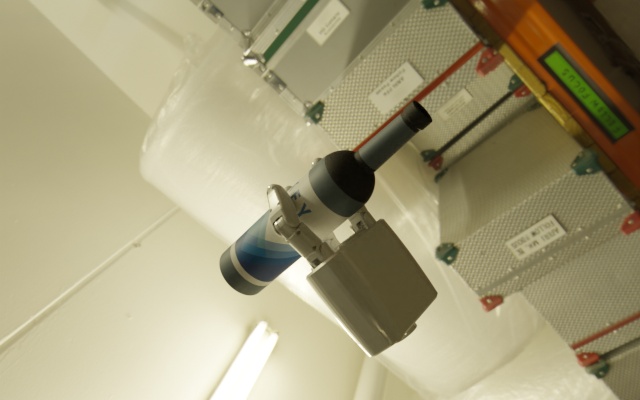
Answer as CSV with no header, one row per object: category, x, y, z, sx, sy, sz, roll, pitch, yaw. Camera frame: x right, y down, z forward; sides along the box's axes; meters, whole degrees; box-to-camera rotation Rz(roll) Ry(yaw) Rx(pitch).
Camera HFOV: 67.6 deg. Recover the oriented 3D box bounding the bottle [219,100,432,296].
bottle,0.000,0.002,0.521,0.296,0.069,0.069,-42,-23,28
